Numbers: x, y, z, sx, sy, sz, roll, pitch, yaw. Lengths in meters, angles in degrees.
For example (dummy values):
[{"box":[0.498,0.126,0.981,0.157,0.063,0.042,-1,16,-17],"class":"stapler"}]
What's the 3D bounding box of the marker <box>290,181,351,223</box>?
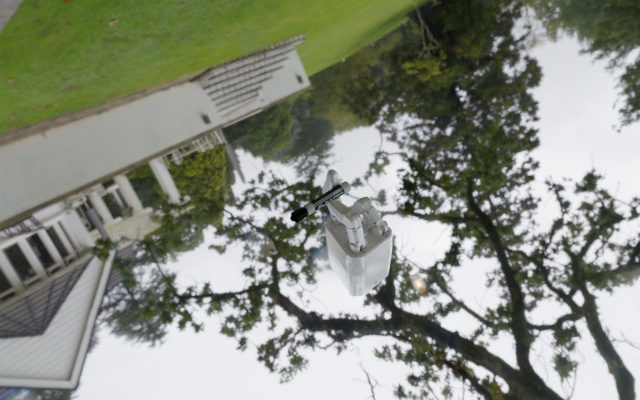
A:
[{"box":[0.000,0.002,0.770,0.121,0.020,0.020,-31,16,-29],"class":"marker"}]
